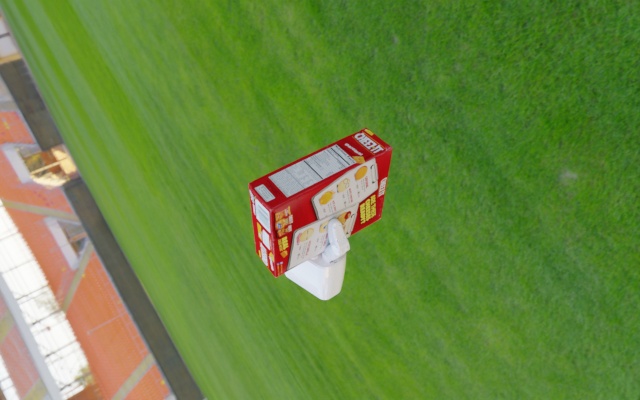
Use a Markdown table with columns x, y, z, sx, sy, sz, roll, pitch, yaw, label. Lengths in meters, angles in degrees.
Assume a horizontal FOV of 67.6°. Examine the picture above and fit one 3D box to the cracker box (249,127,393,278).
| x | y | z | sx | sy | sz | roll | pitch | yaw | label |
| --- | --- | --- | --- | --- | --- | --- | --- | --- | --- |
| 0.000 | 0.003 | 0.729 | 0.213 | 0.164 | 0.072 | -28 | 55 | -24 | cracker box |
